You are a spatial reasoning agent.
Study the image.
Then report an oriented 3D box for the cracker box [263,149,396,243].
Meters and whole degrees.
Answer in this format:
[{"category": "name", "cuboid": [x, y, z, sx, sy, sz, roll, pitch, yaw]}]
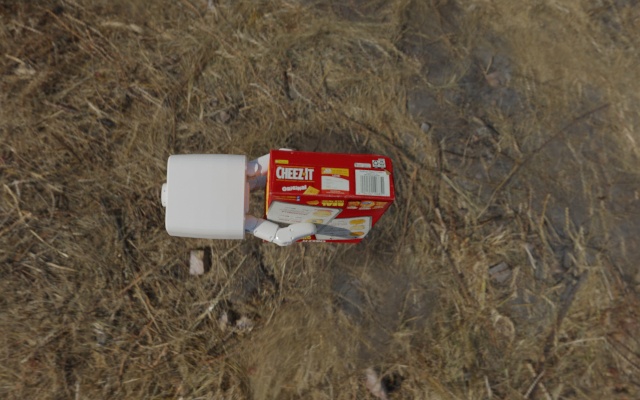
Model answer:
[{"category": "cracker box", "cuboid": [0.000, 0.002, 0.704, 0.164, 0.072, 0.214, 2, -20, -8]}]
